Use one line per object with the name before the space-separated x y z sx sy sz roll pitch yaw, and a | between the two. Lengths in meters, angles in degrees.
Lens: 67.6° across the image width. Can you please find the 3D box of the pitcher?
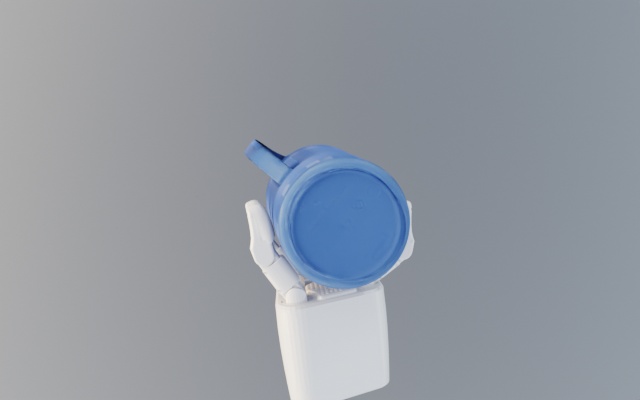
pitcher | 0.000 0.002 0.492 0.149 0.145 0.243 -6 6 -5
